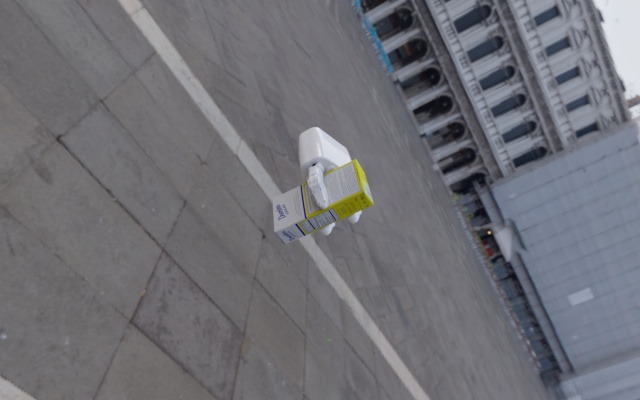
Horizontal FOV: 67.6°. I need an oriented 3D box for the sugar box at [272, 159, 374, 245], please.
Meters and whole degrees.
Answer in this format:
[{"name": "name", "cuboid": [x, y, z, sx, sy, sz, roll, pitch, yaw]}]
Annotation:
[{"name": "sugar box", "cuboid": [0.000, 0.003, 0.853, 0.176, 0.093, 0.048, -26, -50, 15]}]
